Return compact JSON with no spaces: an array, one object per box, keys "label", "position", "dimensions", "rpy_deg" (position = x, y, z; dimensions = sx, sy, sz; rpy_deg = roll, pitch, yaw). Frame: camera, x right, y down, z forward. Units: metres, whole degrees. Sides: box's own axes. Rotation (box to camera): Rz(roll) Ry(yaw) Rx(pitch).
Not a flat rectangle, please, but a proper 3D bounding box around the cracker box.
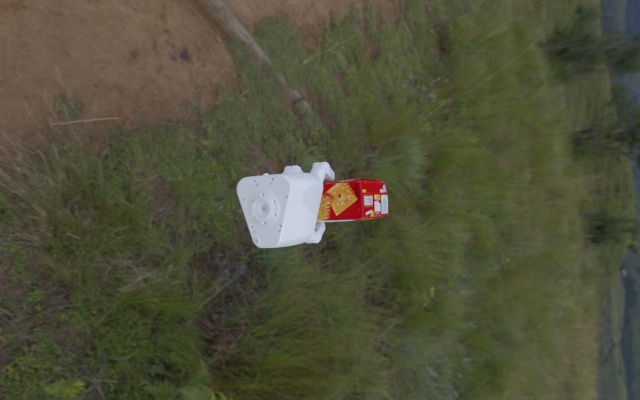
[{"label":"cracker box","position":[0.000,0.003,0.872],"dimensions":[0.214,0.072,0.164],"rpy_deg":[-3,-1,23]}]
